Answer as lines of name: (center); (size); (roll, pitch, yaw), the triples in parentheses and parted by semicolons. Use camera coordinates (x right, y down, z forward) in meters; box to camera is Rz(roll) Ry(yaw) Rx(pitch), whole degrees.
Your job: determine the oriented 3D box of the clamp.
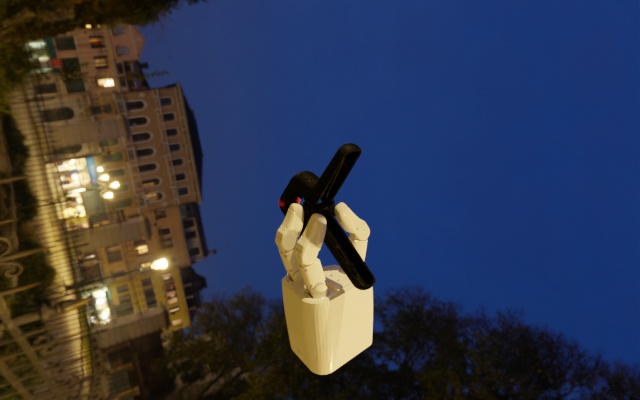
clamp: (0.001, 0.002, 0.598); (0.036, 0.164, 0.210); (-11, 18, -27)
